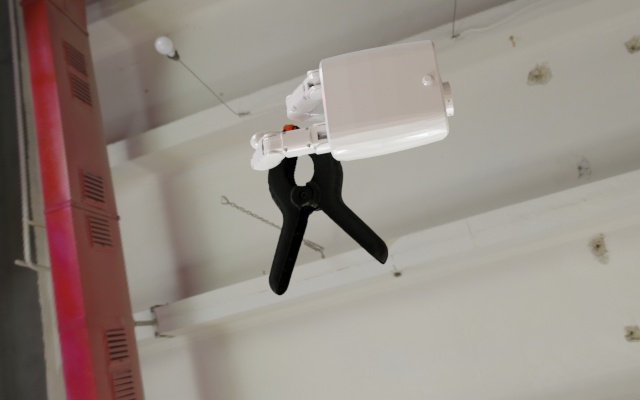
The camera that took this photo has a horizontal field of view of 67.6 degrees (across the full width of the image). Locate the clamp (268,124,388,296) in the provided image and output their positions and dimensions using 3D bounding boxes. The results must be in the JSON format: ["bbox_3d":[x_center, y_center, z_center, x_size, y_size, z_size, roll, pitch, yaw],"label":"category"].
[{"bbox_3d":[0.000,0.002,0.472,0.120,0.171,0.039,-9,-14,12],"label":"clamp"}]
